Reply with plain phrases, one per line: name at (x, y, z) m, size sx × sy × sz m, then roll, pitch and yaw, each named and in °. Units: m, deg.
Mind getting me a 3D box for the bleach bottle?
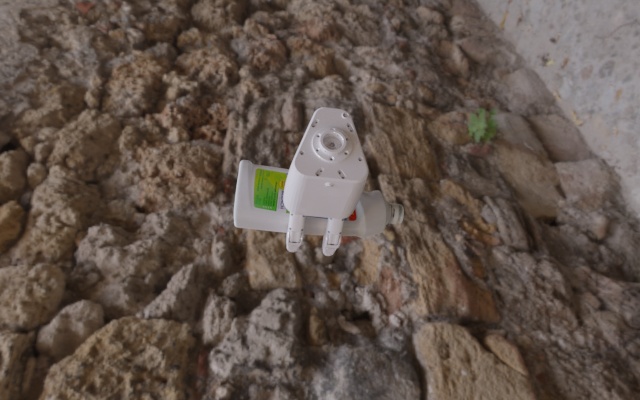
bleach bottle at (0.000, 0.002, 0.723) m, size 0.251 × 0.102 × 0.068 m, roll 5°, pitch -26°, yaw -6°
